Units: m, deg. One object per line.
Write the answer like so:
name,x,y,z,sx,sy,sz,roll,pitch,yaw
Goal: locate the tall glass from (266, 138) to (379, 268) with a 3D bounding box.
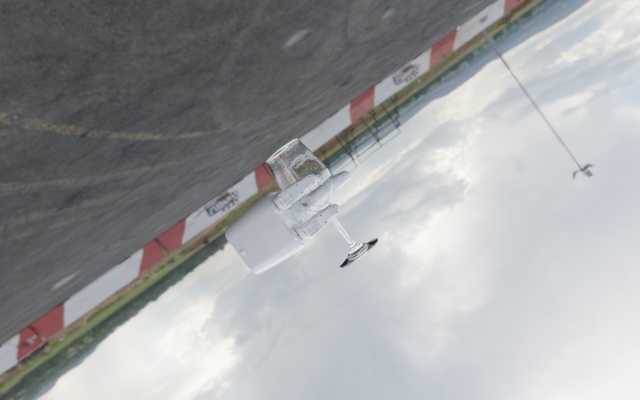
tall glass,0.001,0.003,0.734,0.079,0.201,0.079,-36,3,2
